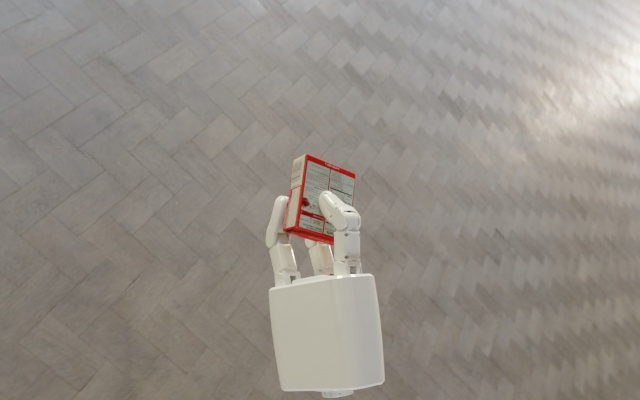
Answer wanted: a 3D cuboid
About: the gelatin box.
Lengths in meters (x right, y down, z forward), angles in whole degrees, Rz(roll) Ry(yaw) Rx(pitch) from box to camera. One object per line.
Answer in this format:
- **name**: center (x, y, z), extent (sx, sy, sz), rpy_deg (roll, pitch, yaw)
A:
- **gelatin box**: center (0.000, 0.001, 0.537), extent (0.073, 0.089, 0.030), rpy_deg (19, -21, -32)
